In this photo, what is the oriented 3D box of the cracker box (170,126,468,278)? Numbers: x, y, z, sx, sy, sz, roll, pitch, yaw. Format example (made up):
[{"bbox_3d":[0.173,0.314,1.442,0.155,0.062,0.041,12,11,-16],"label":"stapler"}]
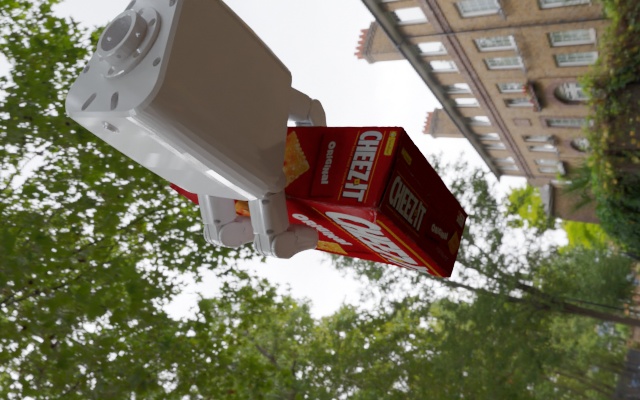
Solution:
[{"bbox_3d":[0.000,0.001,0.429,0.213,0.072,0.164,7,-18,36],"label":"cracker box"}]
